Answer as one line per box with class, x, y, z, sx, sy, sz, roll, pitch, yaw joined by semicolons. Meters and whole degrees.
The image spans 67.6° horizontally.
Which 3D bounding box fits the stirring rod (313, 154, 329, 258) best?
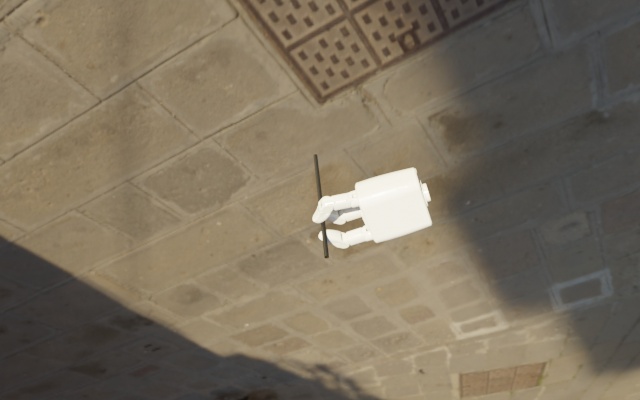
stirring rod;0.000;0.003;0.883;0.011;0.239;0.011;-4;-39;-3
